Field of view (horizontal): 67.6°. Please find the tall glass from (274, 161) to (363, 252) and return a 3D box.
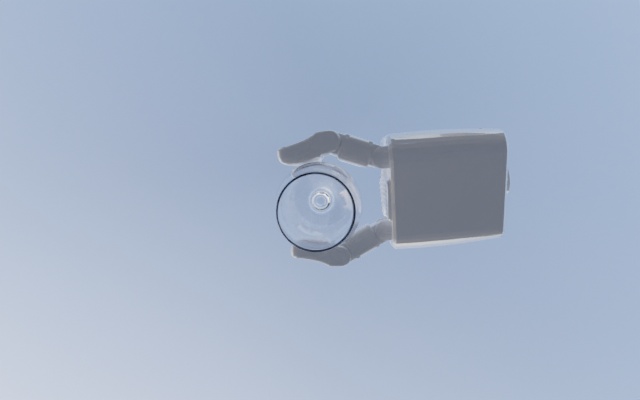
[{"bbox_3d":[0.000,0.002,0.462,0.079,0.079,0.201,0,4,2],"label":"tall glass"}]
